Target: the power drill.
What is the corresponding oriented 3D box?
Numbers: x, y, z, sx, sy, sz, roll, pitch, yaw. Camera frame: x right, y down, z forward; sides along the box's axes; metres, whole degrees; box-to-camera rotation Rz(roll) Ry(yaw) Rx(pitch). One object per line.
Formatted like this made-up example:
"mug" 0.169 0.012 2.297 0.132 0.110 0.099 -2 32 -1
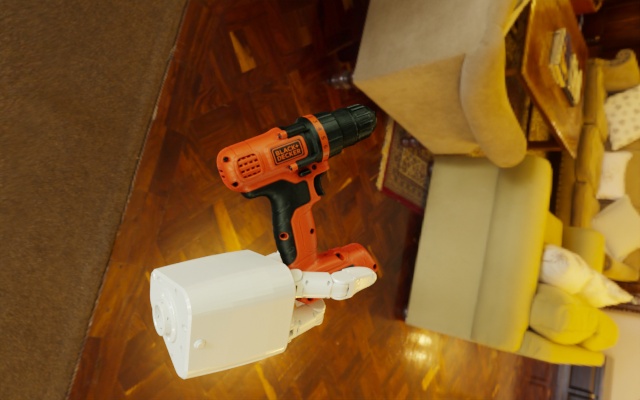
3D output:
"power drill" 0.000 0.002 0.522 0.184 0.188 0.057 -22 13 -19
